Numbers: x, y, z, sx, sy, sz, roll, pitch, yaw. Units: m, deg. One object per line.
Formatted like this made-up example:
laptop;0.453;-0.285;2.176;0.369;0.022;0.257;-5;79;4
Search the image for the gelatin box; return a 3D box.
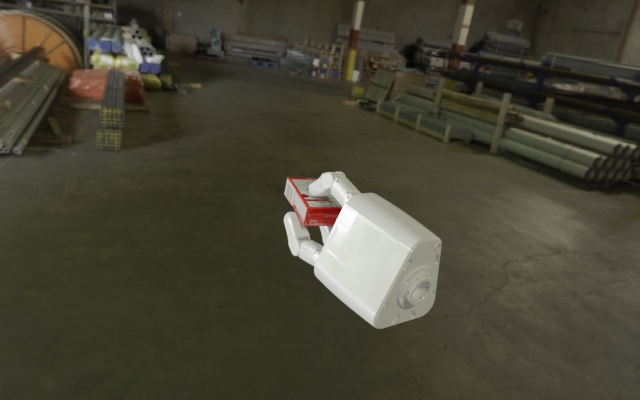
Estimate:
gelatin box;0.000;0.002;0.634;0.073;0.030;0.089;2;28;-25
